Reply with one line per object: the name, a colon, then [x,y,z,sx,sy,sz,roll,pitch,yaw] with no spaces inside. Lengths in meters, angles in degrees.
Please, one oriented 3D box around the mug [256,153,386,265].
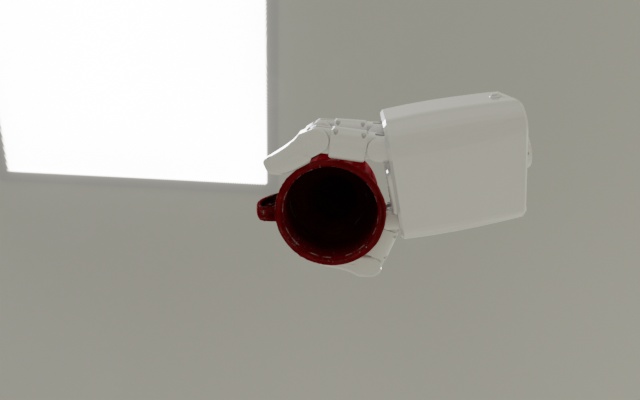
mug: [-0.001,0.002,0.436,0.117,0.093,0.081,-8,16,9]
